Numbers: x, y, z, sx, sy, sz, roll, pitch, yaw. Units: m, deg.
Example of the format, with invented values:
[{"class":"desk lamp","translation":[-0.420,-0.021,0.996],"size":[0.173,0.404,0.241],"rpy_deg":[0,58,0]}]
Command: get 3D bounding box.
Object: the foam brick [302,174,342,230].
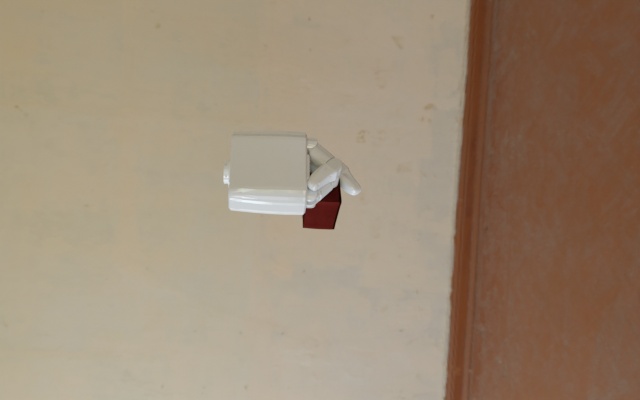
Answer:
[{"class":"foam brick","translation":[0.000,0.003,0.733],"size":[0.051,0.053,0.078],"rpy_deg":[1,-36,-7]}]
